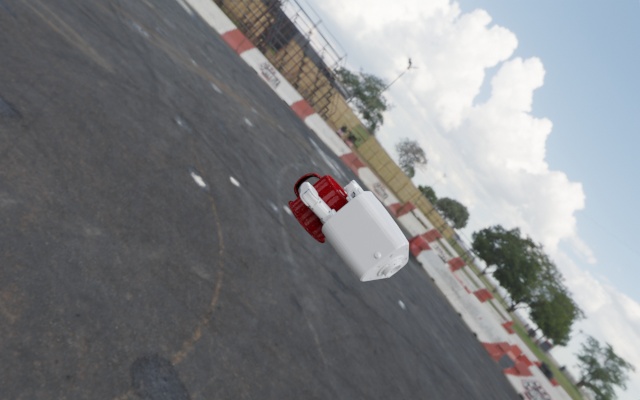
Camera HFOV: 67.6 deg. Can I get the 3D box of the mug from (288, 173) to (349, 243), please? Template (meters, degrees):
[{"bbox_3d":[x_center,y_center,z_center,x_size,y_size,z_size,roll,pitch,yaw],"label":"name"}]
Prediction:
[{"bbox_3d":[0.000,0.001,0.812,0.081,0.117,0.093,-40,-27,9],"label":"mug"}]
